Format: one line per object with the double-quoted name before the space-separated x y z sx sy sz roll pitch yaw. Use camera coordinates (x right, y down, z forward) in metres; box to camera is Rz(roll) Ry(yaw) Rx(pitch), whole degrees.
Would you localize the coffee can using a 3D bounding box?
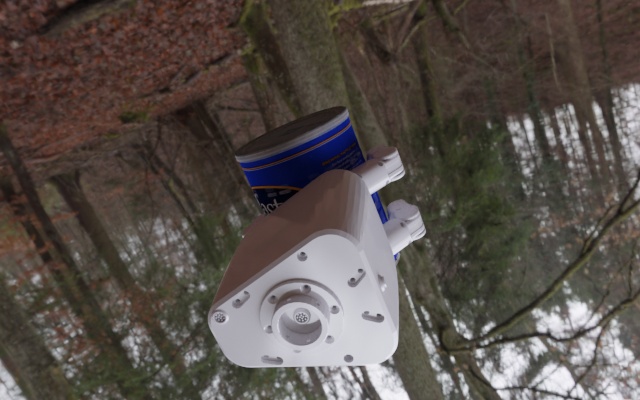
"coffee can" 0.000 0.001 0.424 0.103 0.140 0.102 -21 17 7
